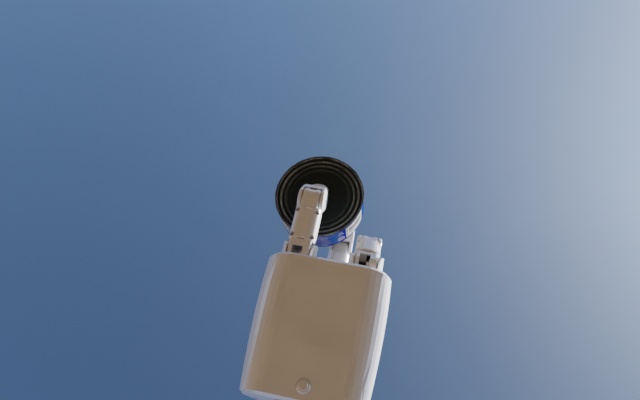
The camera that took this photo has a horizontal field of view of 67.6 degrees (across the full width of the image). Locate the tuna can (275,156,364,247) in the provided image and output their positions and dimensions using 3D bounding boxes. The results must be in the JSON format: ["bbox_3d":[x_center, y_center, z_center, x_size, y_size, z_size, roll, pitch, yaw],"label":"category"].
[{"bbox_3d":[0.000,0.002,0.471,0.086,0.086,0.034,0,-26,5],"label":"tuna can"}]
